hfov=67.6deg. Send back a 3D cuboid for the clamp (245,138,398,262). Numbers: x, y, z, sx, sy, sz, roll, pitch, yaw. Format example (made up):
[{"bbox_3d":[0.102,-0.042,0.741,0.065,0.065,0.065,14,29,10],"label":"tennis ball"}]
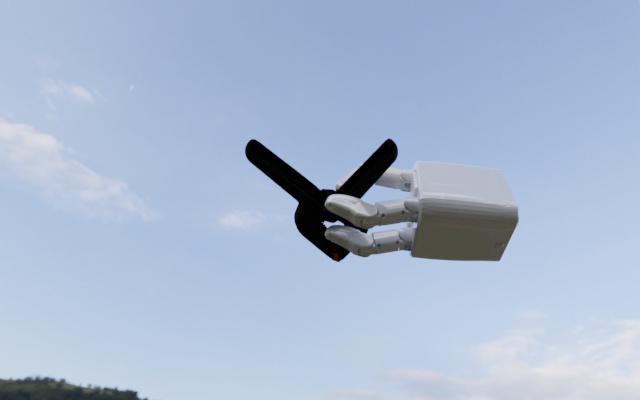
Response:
[{"bbox_3d":[0.000,0.002,0.573,0.164,0.036,0.210,7,-40,6],"label":"clamp"}]
